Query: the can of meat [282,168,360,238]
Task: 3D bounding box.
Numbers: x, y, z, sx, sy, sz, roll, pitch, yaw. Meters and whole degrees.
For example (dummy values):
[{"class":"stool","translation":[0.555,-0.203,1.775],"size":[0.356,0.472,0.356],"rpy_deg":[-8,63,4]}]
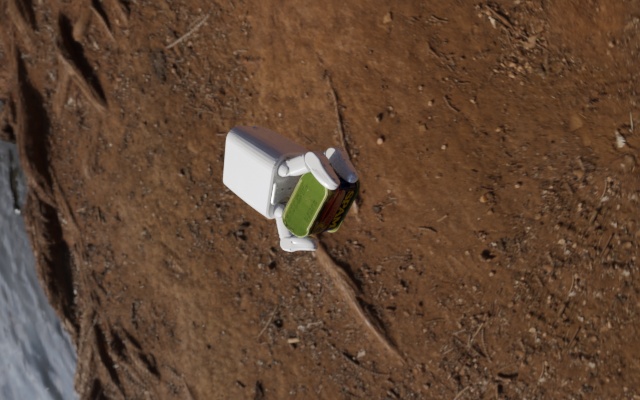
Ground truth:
[{"class":"can of meat","translation":[0.000,0.002,0.697],"size":[0.057,0.102,0.084],"rpy_deg":[39,25,25]}]
